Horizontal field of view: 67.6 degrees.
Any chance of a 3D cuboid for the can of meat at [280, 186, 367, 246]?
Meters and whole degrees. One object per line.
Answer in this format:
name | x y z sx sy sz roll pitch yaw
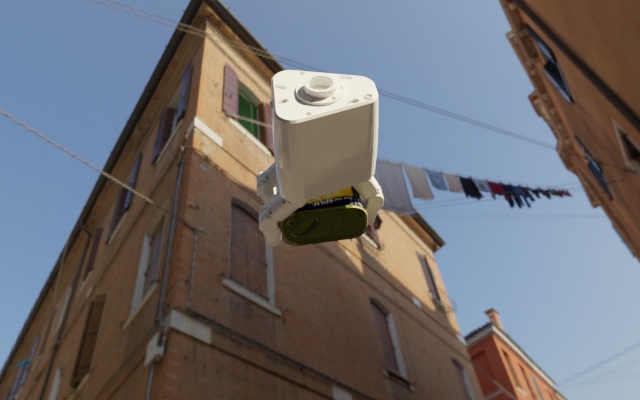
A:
can of meat | 0.000 0.002 0.588 0.102 0.083 0.057 -8 -43 -2
